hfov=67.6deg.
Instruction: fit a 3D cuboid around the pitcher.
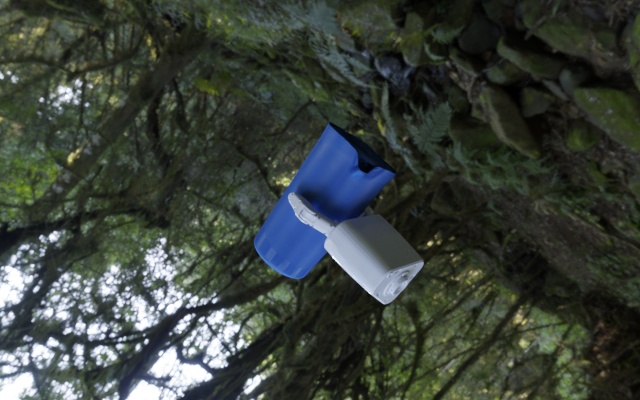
[{"bbox_3d":[0.000,0.003,0.786,0.145,0.243,0.149,45,16,29],"label":"pitcher"}]
